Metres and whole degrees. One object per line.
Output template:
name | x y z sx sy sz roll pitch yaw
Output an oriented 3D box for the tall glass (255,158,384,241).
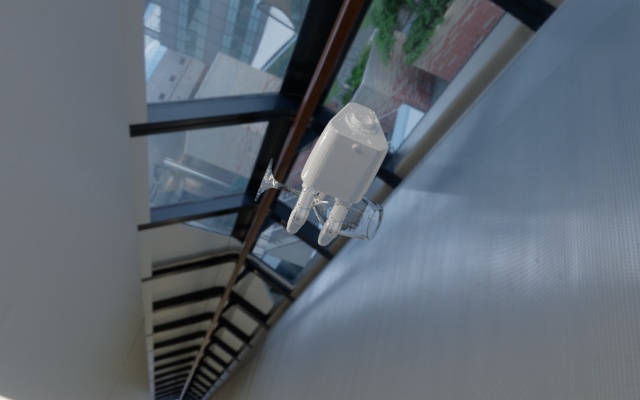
tall glass | -0.001 0.002 0.781 0.201 0.079 0.079 22 -3 -8
